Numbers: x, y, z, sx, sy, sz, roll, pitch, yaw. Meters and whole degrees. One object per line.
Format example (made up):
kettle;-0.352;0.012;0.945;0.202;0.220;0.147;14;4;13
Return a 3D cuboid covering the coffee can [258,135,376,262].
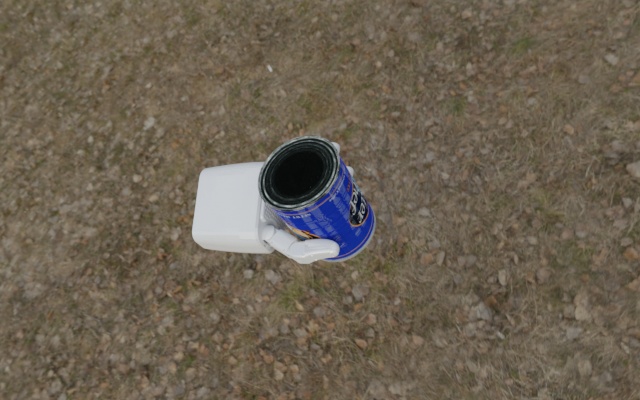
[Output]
coffee can;0.000;0.002;0.594;0.103;0.102;0.140;0;-30;26
